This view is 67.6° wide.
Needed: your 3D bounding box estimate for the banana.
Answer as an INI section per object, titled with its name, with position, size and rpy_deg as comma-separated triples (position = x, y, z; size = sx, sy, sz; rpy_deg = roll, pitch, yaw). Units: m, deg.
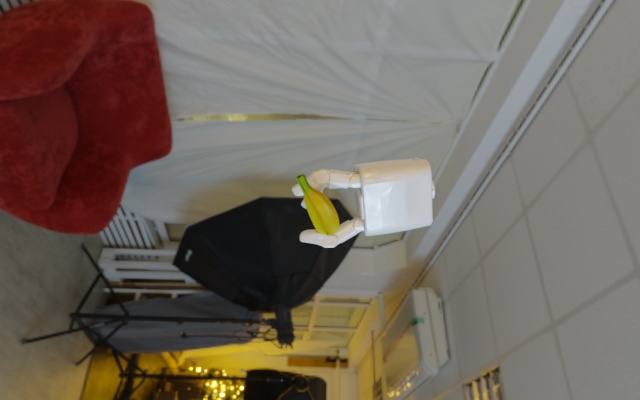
[banana]
position = 0.005, 0.019, 0.702
size = 0.037, 0.069, 0.198
rpy_deg = -18, -17, 2
